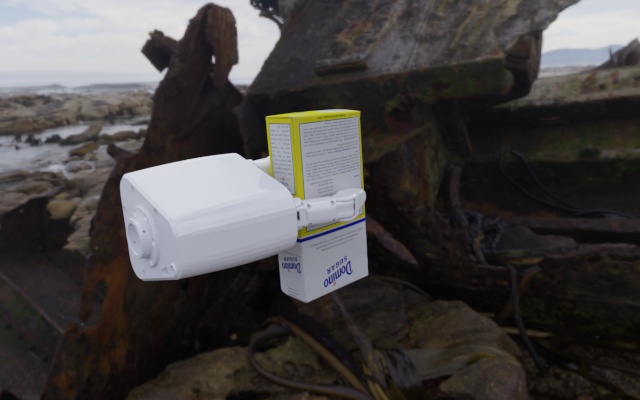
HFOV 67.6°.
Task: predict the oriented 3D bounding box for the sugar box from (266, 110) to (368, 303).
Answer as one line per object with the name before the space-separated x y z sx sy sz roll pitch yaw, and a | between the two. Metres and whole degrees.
sugar box | 0.000 0.001 0.474 0.093 0.176 0.048 -15 19 -41
